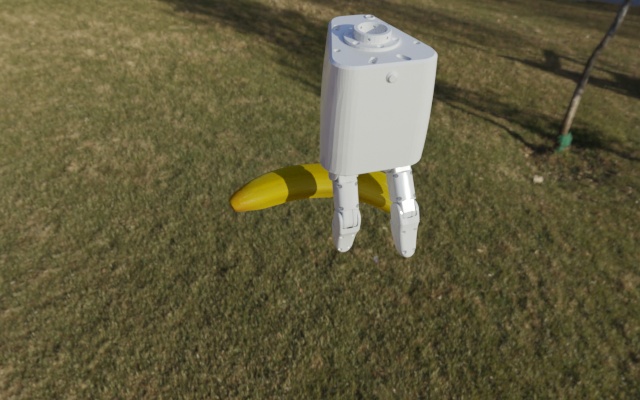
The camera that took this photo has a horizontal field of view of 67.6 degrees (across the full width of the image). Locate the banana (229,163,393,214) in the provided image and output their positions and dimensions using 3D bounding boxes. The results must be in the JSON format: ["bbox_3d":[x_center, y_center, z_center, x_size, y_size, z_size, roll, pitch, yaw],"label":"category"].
[{"bbox_3d":[0.005,-0.011,0.509,0.198,0.069,0.037,5,-44,1],"label":"banana"}]
